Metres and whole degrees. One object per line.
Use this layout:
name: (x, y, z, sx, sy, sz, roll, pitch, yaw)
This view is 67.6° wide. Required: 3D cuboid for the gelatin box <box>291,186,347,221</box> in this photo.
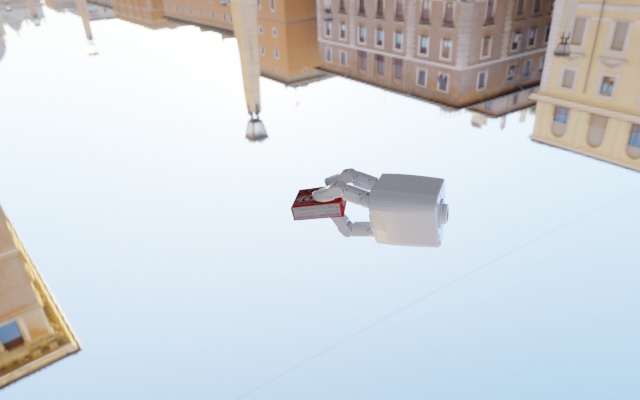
gelatin box: (0.000, 0.003, 0.822, 0.089, 0.030, 0.073, -6, 25, 13)
